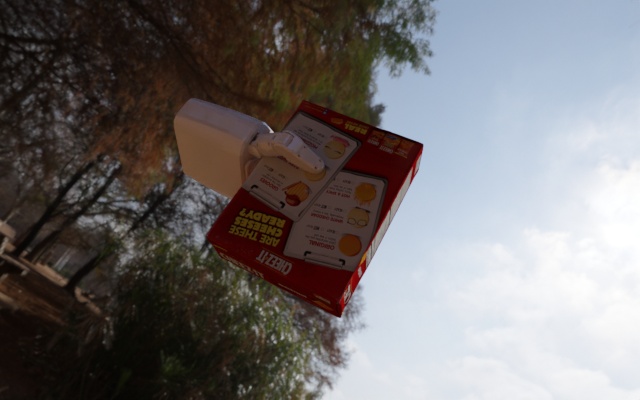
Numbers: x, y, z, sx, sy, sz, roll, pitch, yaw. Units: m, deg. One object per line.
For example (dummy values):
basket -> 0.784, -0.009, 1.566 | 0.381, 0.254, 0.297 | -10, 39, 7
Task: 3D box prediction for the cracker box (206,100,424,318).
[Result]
cracker box -> 0.000, 0.002, 0.555 | 0.164, 0.213, 0.072 | 24, -24, 18
